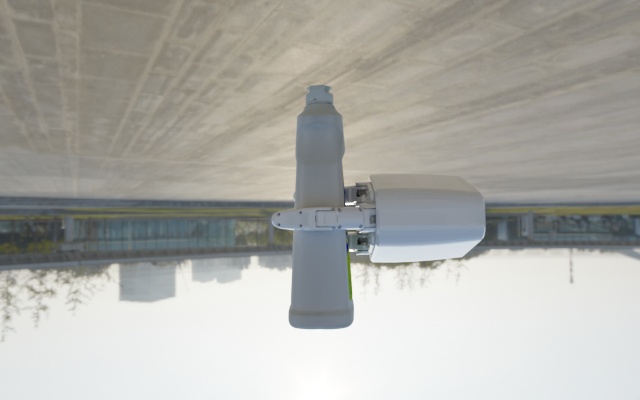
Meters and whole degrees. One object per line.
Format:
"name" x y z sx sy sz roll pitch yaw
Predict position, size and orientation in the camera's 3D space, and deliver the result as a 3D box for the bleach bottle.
"bleach bottle" 0.000 0.002 0.512 0.068 0.251 0.102 -1 -2 3
